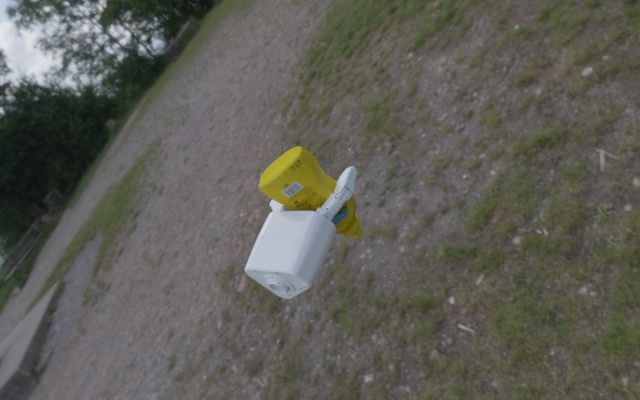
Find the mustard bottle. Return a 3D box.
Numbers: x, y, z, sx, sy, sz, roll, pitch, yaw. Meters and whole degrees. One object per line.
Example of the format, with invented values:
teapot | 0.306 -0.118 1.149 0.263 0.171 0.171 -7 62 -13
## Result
mustard bottle | 0.000 0.002 0.772 0.096 0.058 0.192 -35 -61 28
